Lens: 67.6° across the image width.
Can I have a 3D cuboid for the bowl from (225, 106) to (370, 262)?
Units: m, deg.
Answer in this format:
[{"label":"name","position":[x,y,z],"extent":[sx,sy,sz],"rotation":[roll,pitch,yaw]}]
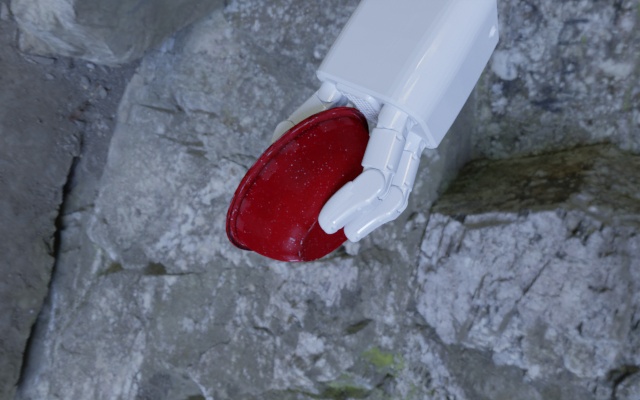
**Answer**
[{"label":"bowl","position":[0.000,0.003,0.413],"extent":[0.055,0.162,0.162],"rotation":[45,22,23]}]
